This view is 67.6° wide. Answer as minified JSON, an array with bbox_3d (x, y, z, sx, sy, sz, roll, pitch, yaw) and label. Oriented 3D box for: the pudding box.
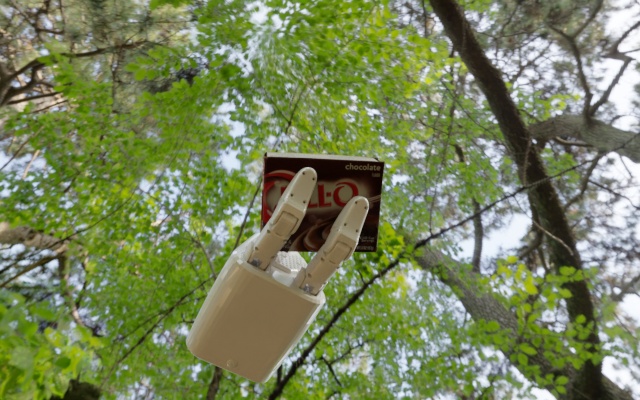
[{"bbox_3d":[0.000,0.002,0.456,0.113,0.090,0.039,1,16,-9],"label":"pudding box"}]
